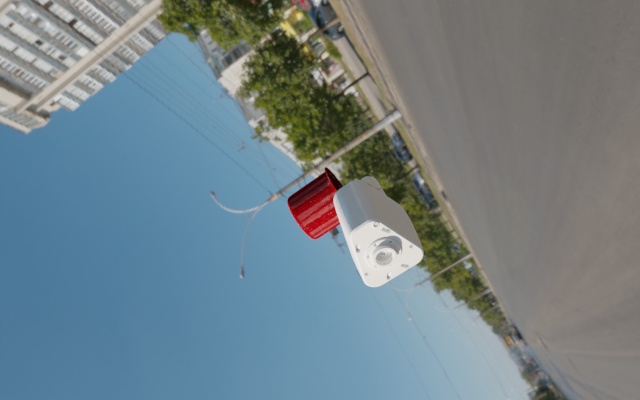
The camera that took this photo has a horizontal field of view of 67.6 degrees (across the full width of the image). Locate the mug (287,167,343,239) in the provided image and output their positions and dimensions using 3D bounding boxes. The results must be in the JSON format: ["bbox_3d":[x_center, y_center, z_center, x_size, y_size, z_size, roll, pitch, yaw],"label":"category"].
[{"bbox_3d":[0.000,0.002,0.766,0.081,0.093,0.117,-34,27,10],"label":"mug"}]
